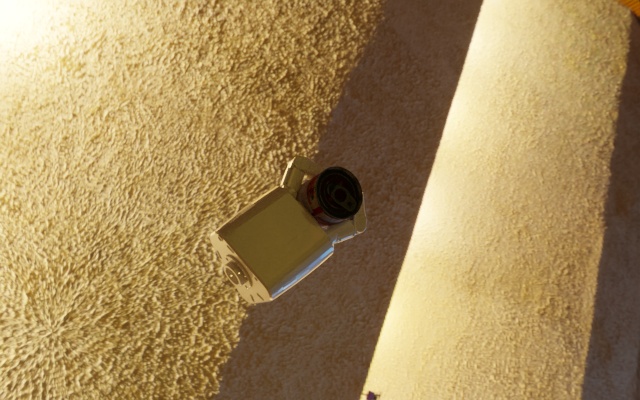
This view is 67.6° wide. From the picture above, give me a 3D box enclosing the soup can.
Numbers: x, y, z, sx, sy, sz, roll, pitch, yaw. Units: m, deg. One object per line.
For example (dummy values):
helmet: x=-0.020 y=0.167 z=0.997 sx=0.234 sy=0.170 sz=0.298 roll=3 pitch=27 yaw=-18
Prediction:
soup can: x=0.000 y=0.002 z=0.633 sx=0.068 sy=0.068 sz=0.102 roll=0 pitch=-14 yaw=-29
